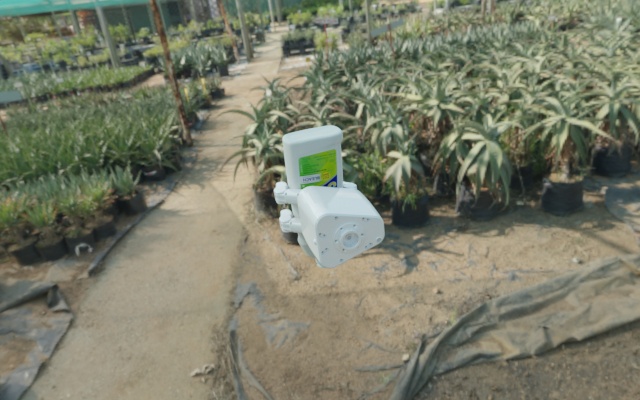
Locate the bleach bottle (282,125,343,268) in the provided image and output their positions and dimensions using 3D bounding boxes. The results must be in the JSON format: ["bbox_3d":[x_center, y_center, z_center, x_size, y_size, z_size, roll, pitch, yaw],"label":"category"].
[{"bbox_3d":[0.000,0.003,0.836,0.102,0.251,0.068,-13,25,-11],"label":"bleach bottle"}]
